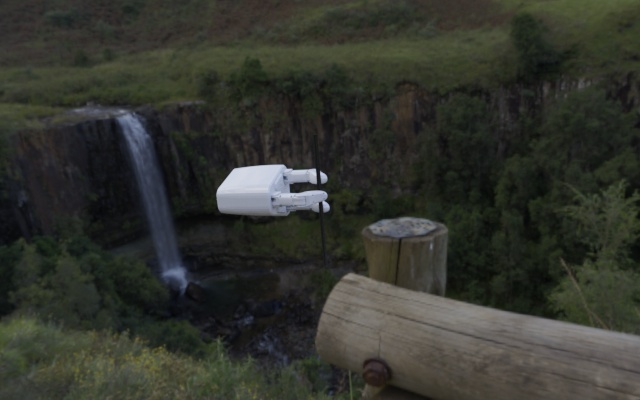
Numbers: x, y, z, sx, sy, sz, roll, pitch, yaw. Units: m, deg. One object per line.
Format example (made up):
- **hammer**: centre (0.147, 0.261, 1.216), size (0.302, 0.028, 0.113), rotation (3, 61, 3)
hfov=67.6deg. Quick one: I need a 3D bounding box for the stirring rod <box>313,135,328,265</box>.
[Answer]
- **stirring rod**: centre (0.000, 0.003, 0.861), size (0.011, 0.239, 0.011), rotation (-4, 14, 1)
